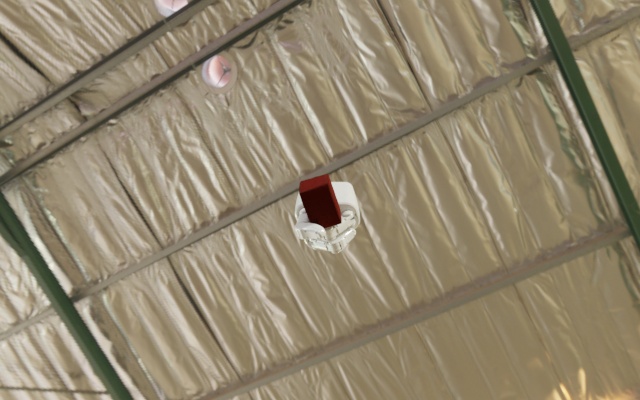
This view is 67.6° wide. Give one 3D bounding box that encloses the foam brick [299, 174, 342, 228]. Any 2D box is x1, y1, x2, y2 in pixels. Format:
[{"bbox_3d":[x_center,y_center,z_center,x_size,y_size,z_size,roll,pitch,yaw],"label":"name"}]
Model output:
[{"bbox_3d":[0.000,0.002,0.809,0.053,0.078,0.051,-16,25,7],"label":"foam brick"}]
